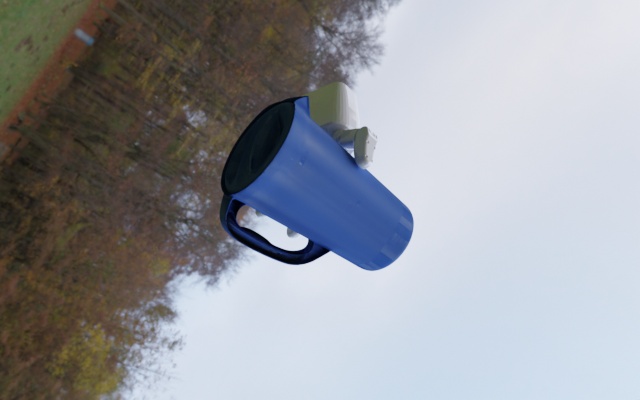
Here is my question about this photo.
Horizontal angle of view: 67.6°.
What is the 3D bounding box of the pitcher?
[{"bbox_3d":[0.000,0.002,0.606,0.243,0.145,0.149,36,-53,-30],"label":"pitcher"}]
